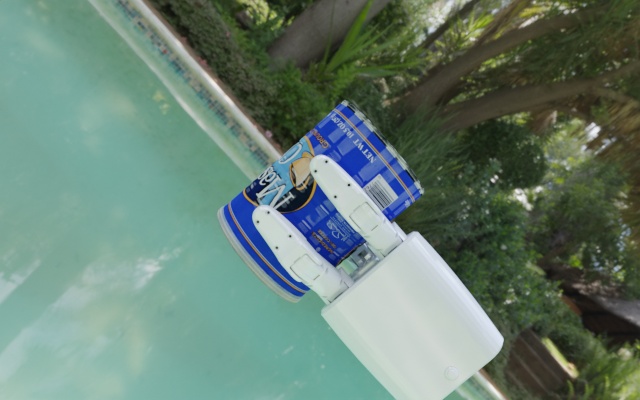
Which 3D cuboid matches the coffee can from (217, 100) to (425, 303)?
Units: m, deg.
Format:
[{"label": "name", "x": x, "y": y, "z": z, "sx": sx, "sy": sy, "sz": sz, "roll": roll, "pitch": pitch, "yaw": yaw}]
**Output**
[{"label": "coffee can", "x": 0.000, "y": 0.001, "z": 0.401, "sx": 0.140, "sy": 0.103, "sz": 0.103, "roll": -41, "pitch": -4, "yaw": 4}]
